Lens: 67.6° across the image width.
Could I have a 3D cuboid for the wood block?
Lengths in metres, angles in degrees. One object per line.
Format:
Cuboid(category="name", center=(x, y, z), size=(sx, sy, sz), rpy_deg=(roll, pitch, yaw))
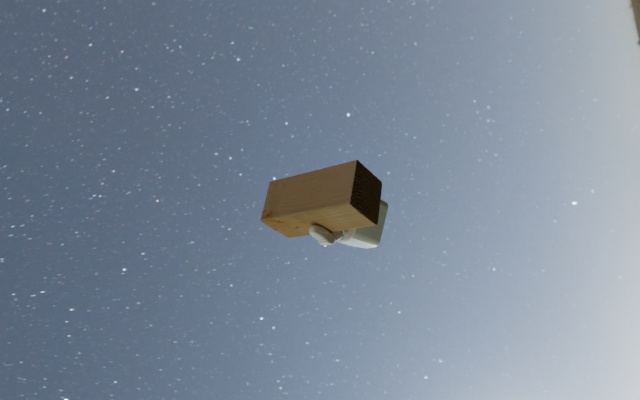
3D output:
Cuboid(category="wood block", center=(0.000, 0.003, 0.888), size=(0.206, 0.090, 0.090), rpy_deg=(-12, -34, 36))
